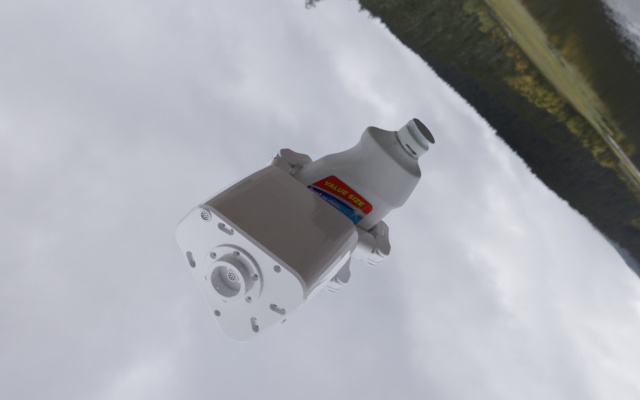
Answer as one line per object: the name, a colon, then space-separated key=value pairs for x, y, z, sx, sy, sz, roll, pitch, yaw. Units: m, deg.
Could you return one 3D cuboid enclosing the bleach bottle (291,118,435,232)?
bleach bottle: x=0.000 y=0.002 z=0.476 sx=0.251 sy=0.102 sz=0.068 roll=-39 pitch=0 yaw=29
